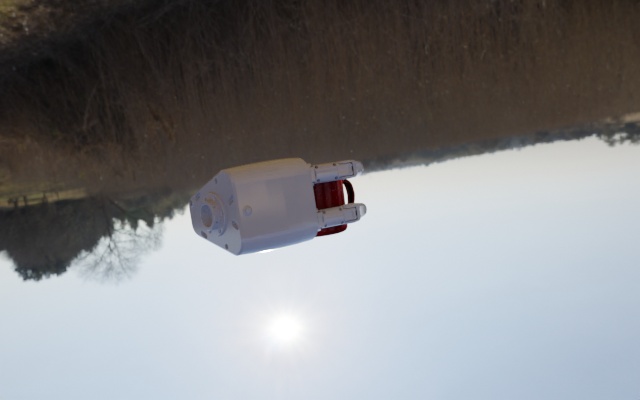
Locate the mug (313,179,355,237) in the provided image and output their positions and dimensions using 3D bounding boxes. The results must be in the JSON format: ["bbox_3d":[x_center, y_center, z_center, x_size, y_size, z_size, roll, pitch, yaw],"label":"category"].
[{"bbox_3d":[0.001,0.002,0.636,0.117,0.081,0.093,-10,4,-41],"label":"mug"}]
